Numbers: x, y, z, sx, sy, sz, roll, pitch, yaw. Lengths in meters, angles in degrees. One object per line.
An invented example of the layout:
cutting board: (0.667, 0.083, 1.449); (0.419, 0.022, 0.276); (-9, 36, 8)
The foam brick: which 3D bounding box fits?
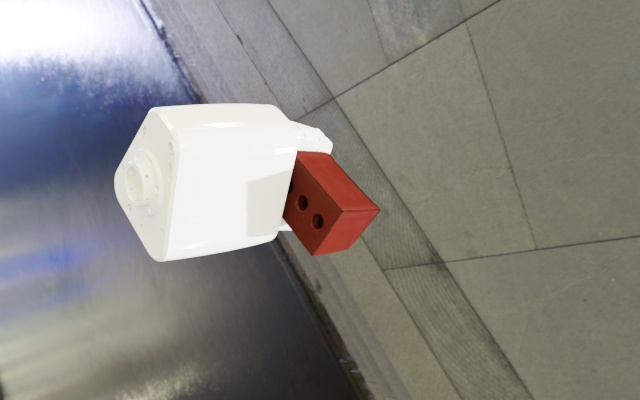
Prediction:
foam brick: (0.000, 0.001, 0.413); (0.051, 0.053, 0.078); (-4, 45, -50)
